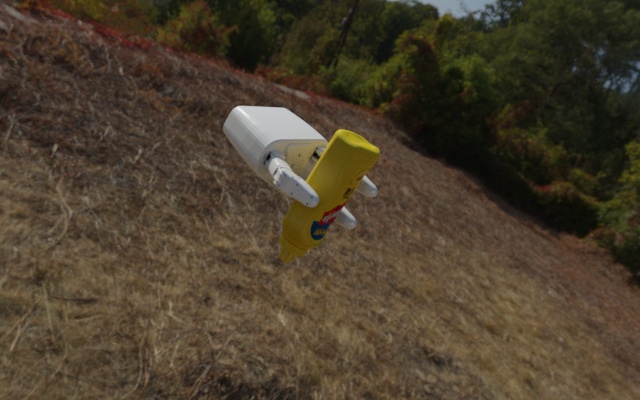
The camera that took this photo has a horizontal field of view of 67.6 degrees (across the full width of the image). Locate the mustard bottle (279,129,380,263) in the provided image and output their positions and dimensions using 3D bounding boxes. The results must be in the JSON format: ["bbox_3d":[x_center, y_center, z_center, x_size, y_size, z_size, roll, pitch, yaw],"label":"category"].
[{"bbox_3d":[0.000,0.002,0.620,0.058,0.192,0.096,37,17,14],"label":"mustard bottle"}]
